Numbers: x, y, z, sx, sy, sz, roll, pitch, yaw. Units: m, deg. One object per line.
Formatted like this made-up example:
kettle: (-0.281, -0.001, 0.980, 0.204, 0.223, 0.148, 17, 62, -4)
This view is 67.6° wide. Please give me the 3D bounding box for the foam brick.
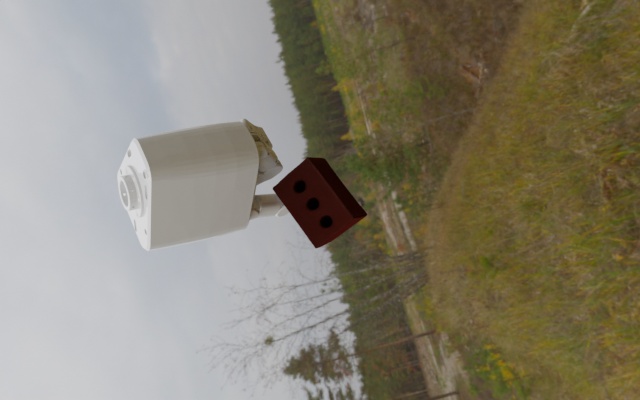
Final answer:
foam brick: (0.000, 0.002, 0.489, 0.053, 0.078, 0.051, -40, -8, 17)
